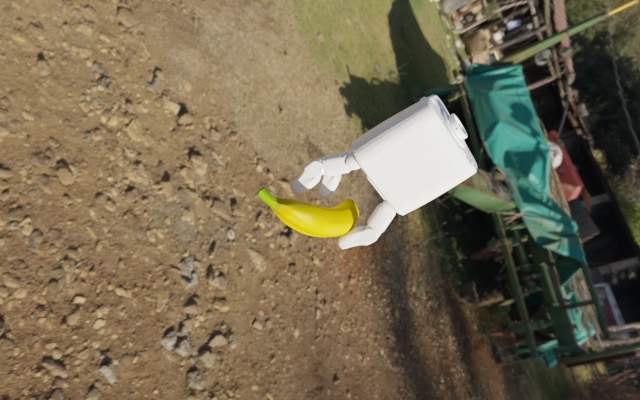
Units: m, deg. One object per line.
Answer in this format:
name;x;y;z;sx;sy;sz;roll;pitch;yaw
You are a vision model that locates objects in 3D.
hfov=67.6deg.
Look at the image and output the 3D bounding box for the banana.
banana;0.006;0.017;0.615;0.037;0.069;0.198;-39;-25;25
